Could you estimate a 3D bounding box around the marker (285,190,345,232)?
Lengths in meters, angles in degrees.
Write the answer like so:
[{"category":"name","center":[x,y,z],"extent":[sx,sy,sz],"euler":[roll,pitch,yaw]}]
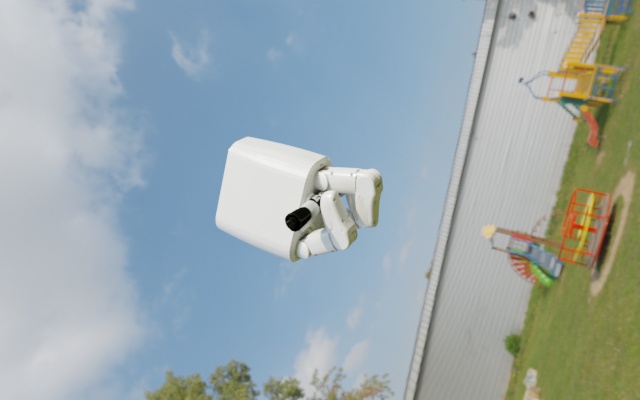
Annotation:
[{"category":"marker","center":[0.000,0.002,0.491],"extent":[0.020,0.020,0.121],"euler":[0,21,31]}]
